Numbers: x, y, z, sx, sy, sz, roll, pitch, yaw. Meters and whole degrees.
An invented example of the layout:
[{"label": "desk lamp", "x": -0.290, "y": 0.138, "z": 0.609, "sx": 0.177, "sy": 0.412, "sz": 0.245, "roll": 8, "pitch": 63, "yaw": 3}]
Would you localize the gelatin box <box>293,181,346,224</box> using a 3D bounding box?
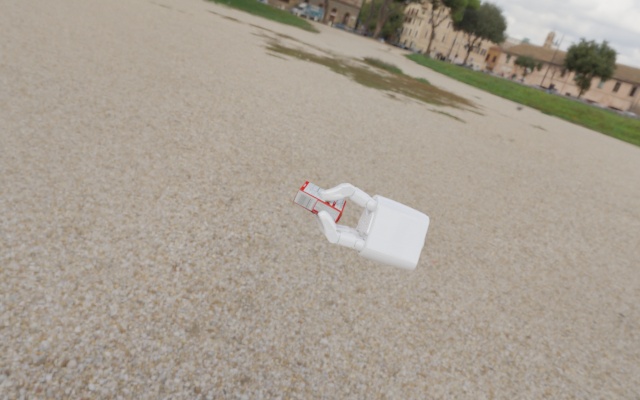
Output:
[{"label": "gelatin box", "x": 0.000, "y": 0.002, "z": 0.877, "sx": 0.089, "sy": 0.030, "sz": 0.073, "roll": 28, "pitch": 18, "yaw": 0}]
